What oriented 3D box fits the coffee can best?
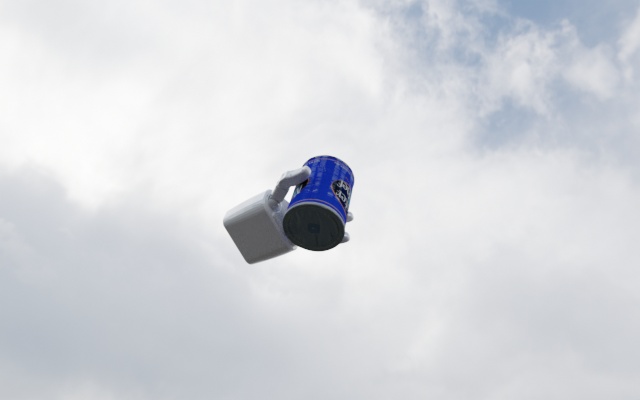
[{"bbox_3d":[0.000,0.003,0.817,0.103,0.103,0.140,0,38,13],"label":"coffee can"}]
